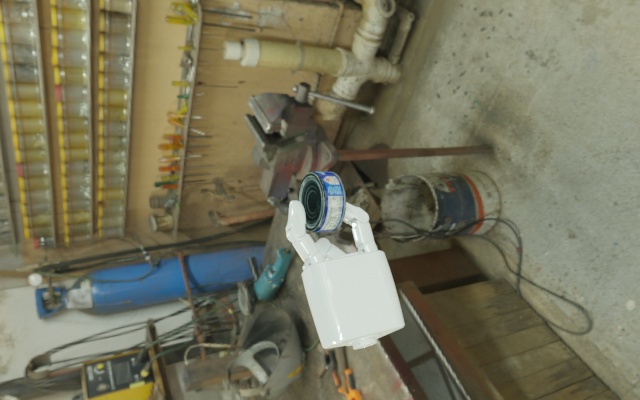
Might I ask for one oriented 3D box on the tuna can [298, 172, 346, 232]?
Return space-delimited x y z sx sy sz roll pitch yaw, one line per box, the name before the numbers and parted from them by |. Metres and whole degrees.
tuna can | 0.000 0.002 0.668 0.034 0.086 0.086 0 0 -28
